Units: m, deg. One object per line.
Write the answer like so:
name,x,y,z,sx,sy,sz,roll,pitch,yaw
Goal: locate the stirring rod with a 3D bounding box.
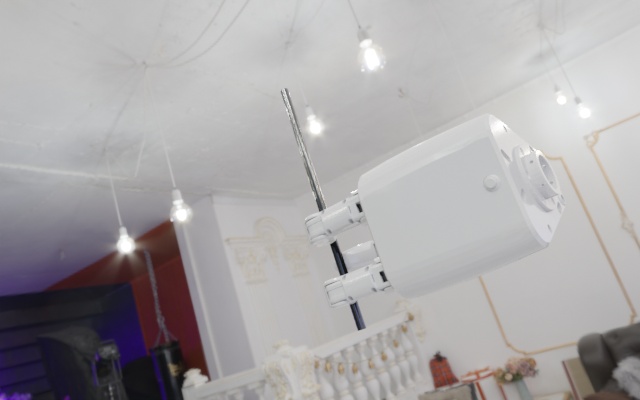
stirring rod,0.000,0.002,0.444,0.011,0.239,0.011,-17,-14,-4
